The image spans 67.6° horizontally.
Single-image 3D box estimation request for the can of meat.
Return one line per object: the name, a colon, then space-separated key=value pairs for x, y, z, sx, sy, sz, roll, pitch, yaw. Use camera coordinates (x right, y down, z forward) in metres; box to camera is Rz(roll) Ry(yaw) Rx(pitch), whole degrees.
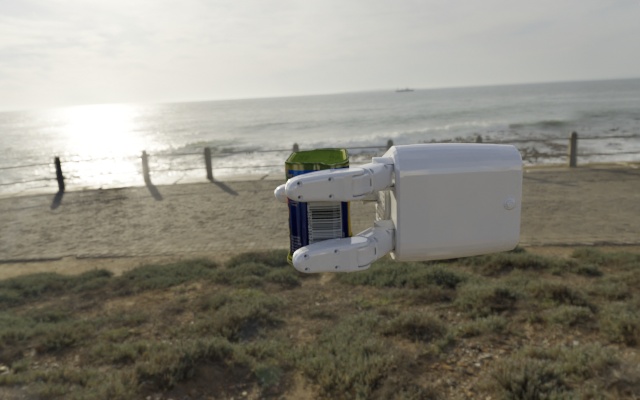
can of meat: x=0.000 y=0.001 z=0.416 sx=0.057 sy=0.084 sz=0.102 roll=-2 pitch=13 yaw=2
